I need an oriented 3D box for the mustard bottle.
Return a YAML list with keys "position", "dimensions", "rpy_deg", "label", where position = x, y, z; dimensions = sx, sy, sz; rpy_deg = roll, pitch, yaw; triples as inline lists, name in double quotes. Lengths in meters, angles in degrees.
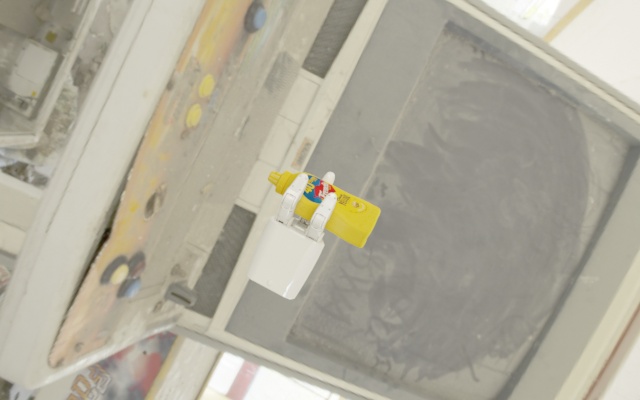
- position: [0.000, 0.002, 0.789]
  dimensions: [0.191, 0.058, 0.096]
  rpy_deg: [27, 32, 5]
  label: "mustard bottle"
